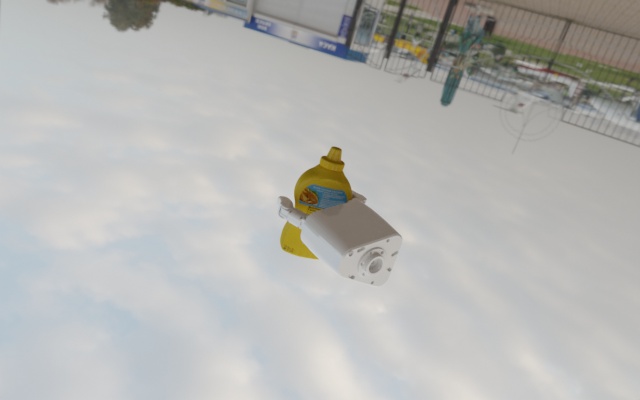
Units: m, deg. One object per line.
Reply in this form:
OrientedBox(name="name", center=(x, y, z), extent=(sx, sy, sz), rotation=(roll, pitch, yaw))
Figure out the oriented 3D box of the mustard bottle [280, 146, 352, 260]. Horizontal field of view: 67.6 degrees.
OrientedBox(name="mustard bottle", center=(0.000, 0.003, 0.797), extent=(0.096, 0.192, 0.058), rotation=(12, 20, -13))
